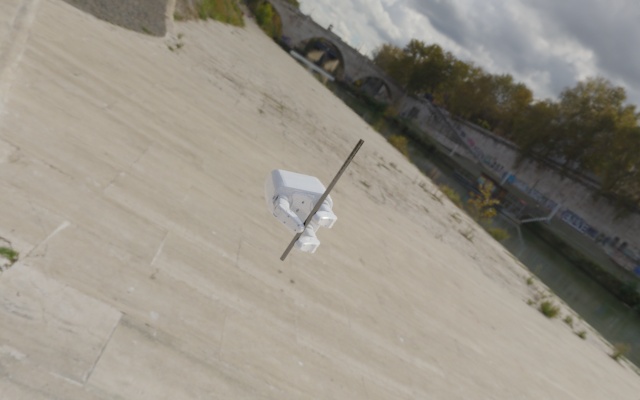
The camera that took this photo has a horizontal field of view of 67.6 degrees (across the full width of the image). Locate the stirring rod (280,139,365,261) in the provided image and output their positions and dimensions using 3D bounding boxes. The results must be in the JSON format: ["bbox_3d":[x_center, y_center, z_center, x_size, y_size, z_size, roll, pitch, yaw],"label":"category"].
[{"bbox_3d":[0.000,0.003,0.773,0.011,0.239,0.011,32,14,-9],"label":"stirring rod"}]
